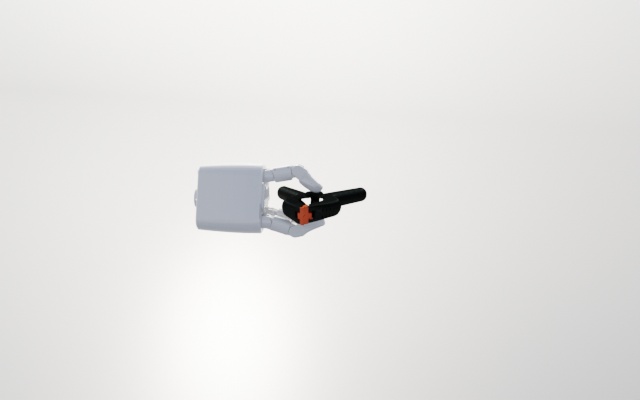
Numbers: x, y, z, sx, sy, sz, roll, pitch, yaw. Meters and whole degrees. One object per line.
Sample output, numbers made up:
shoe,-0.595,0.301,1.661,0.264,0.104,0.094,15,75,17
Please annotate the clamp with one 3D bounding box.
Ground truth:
clamp,0.000,0.002,0.793,0.164,0.036,0.210,-1,11,1
